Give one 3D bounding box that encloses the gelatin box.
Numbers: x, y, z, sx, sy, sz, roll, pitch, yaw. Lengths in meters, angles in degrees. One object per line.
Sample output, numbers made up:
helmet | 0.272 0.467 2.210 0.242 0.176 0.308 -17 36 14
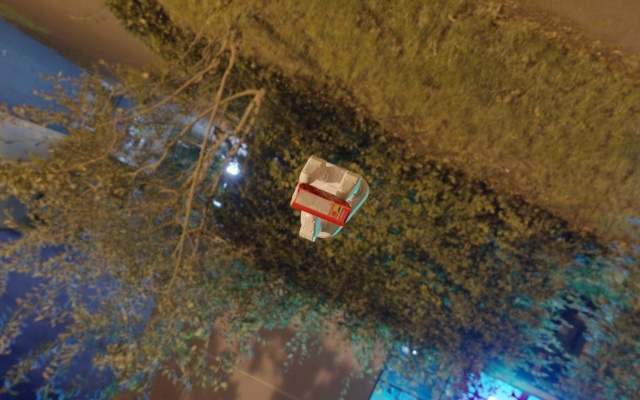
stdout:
gelatin box | 0.000 0.003 0.636 0.073 0.030 0.089 22 7 -4
